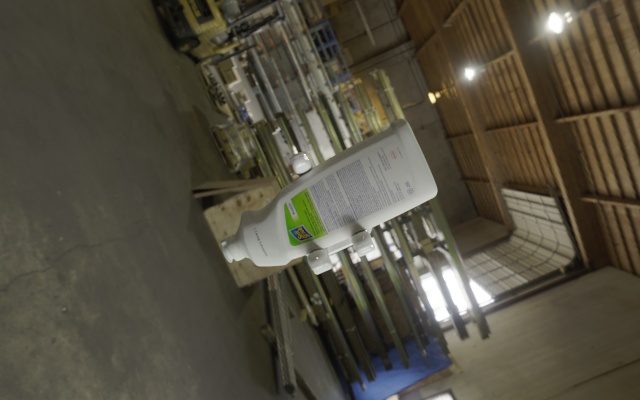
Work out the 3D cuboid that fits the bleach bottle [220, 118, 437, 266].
[{"bbox_3d":[0.000,0.002,0.556,0.251,0.102,0.068,-24,-4,3],"label":"bleach bottle"}]
